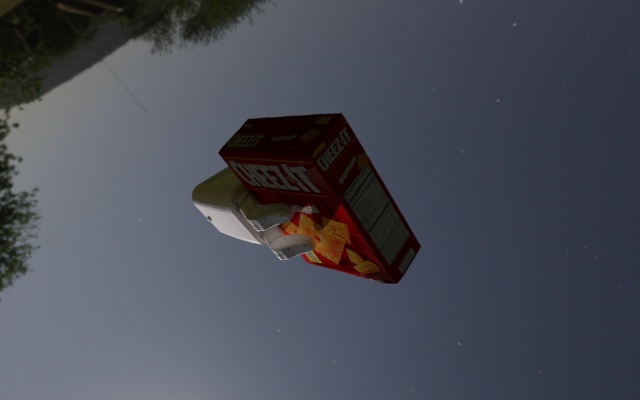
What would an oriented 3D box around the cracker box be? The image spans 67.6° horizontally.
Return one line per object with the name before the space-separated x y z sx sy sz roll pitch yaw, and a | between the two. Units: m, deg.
cracker box | 0.000 0.002 0.572 0.164 0.072 0.214 7 -38 46
